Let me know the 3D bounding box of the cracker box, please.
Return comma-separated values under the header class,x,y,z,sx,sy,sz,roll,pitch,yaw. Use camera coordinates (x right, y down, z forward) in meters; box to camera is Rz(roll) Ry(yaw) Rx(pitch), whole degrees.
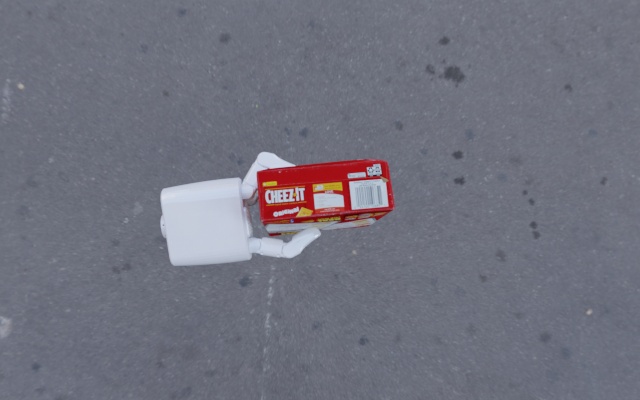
class,x,y,z,sx,sy,sz,roll,pitch,yaw
cracker box,0.000,0.002,0.674,0.164,0.072,0.214,-6,-8,-4
